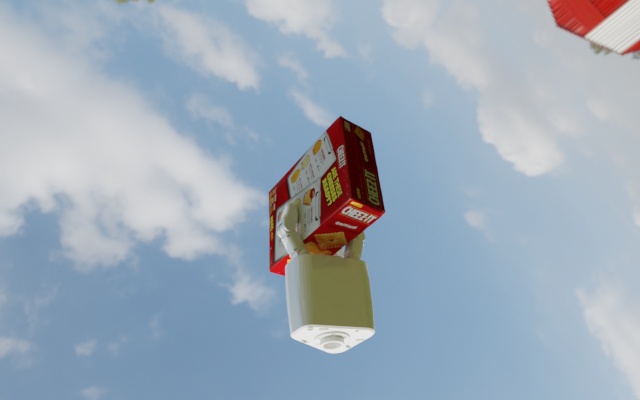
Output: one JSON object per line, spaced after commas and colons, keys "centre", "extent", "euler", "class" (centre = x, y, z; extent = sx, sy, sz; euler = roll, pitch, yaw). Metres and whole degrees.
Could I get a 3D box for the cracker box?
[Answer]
{"centre": [0.000, 0.002, 0.744], "extent": [0.072, 0.164, 0.214], "euler": [21, -45, -29], "class": "cracker box"}
